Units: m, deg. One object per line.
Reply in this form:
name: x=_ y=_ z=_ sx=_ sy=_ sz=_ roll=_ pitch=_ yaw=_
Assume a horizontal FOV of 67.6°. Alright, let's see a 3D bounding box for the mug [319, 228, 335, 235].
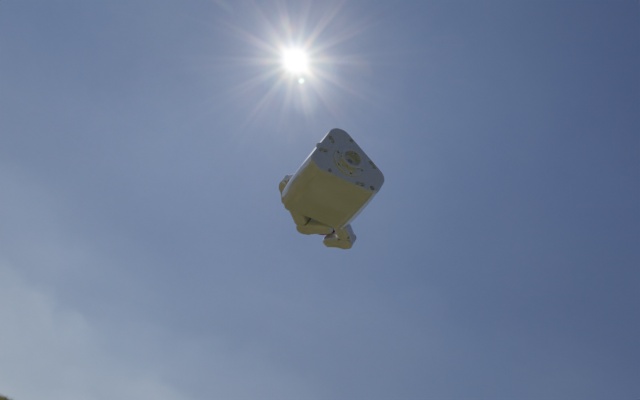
mug: x=0.000 y=0.003 z=0.811 sx=0.093 sy=0.081 sz=0.117 roll=38 pitch=-38 yaw=-4
